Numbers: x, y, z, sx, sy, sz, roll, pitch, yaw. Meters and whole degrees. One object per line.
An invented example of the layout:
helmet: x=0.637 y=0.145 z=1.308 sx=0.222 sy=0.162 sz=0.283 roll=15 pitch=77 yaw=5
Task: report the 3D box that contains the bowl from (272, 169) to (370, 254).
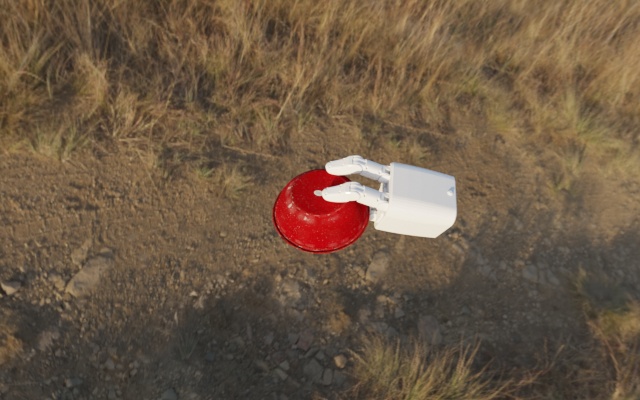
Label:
bowl: x=-0.001 y=0.002 z=0.767 sx=0.162 sy=0.162 sz=0.055 roll=0 pitch=-36 yaw=3
